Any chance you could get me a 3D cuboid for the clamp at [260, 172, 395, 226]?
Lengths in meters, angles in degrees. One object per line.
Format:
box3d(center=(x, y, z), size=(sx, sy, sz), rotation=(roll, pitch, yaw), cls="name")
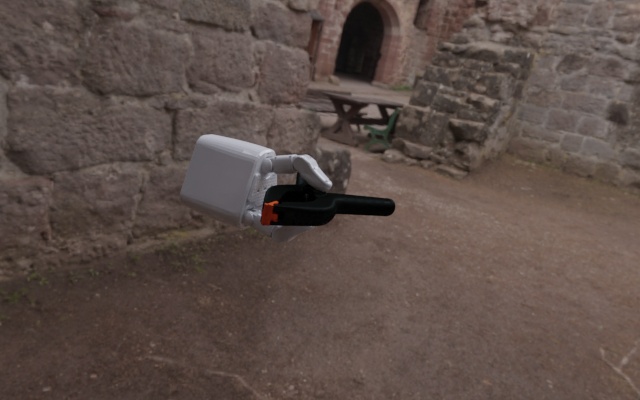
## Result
box3d(center=(0.000, 0.001, 0.632), size=(0.164, 0.036, 0.210), rotation=(19, 19, 20), cls="clamp")
